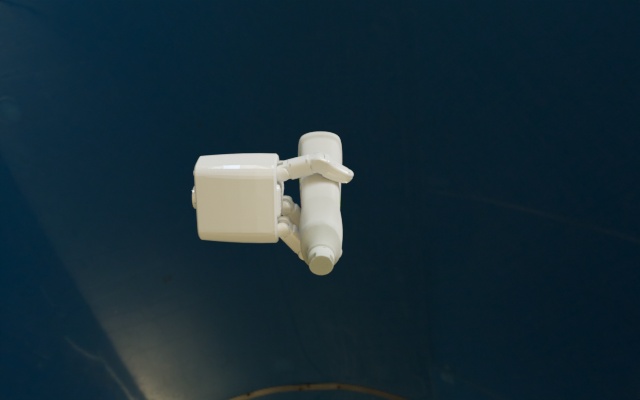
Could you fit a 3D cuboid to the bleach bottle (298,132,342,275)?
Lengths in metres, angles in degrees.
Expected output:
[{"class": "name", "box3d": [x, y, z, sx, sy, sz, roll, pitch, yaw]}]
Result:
[{"class": "bleach bottle", "box3d": [0.000, 0.002, 0.650, 0.068, 0.103, 0.250, -1, 32, 0]}]
